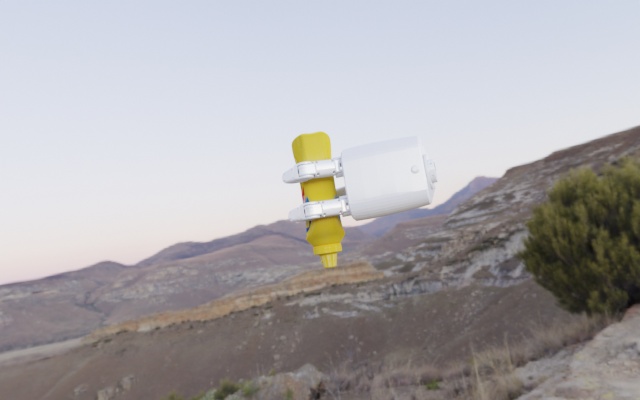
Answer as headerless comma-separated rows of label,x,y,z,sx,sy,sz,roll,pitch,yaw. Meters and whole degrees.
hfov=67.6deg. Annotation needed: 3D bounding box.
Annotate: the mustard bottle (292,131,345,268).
mustard bottle,0.000,0.002,0.698,0.058,0.191,0.096,-9,-6,-6
